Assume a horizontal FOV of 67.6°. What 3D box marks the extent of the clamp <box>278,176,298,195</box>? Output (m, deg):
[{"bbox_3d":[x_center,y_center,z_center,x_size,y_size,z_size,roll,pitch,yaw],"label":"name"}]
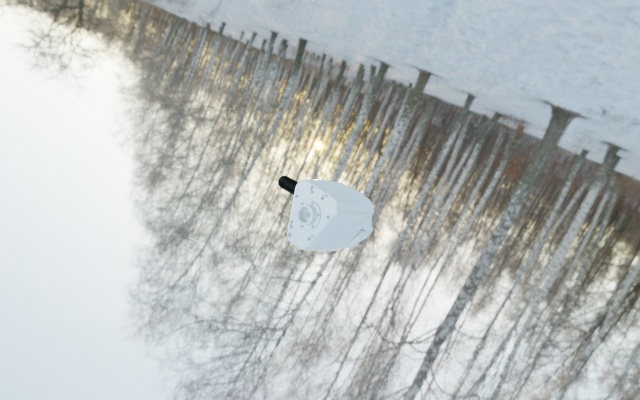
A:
[{"bbox_3d":[0.000,0.004,0.893,0.171,0.039,0.120,33,15,32],"label":"clamp"}]
